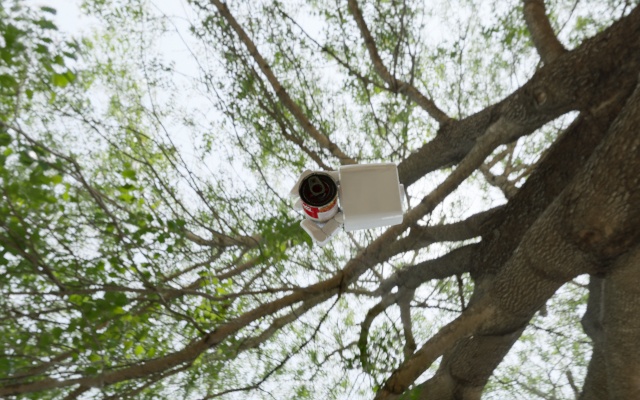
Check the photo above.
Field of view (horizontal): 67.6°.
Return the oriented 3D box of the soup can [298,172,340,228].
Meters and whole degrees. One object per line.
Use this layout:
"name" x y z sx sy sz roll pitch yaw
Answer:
"soup can" 0.000 0.003 0.857 0.068 0.068 0.102 0 -26 5
